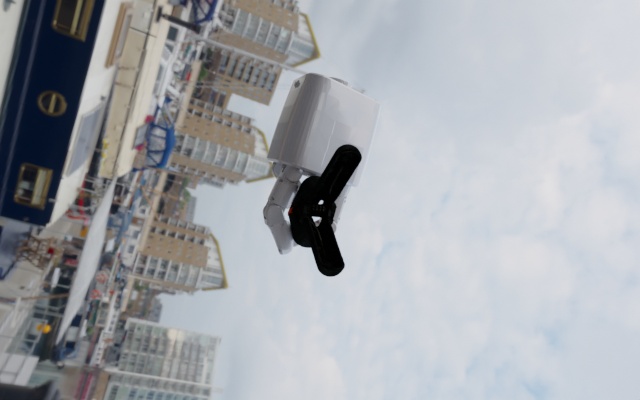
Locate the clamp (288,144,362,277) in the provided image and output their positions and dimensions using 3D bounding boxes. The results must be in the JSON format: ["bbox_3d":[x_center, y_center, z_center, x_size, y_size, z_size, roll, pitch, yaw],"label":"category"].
[{"bbox_3d":[0.001,0.002,0.496,0.039,0.120,0.171,17,2,-19],"label":"clamp"}]
